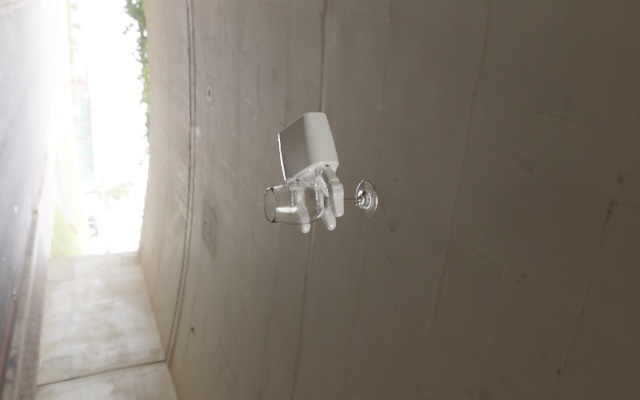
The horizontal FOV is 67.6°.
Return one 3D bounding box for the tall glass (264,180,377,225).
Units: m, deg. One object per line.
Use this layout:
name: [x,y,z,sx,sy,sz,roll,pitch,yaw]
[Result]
tall glass: [0.001,0.003,0.877,0.201,0.079,0.079,-4,2,-26]
